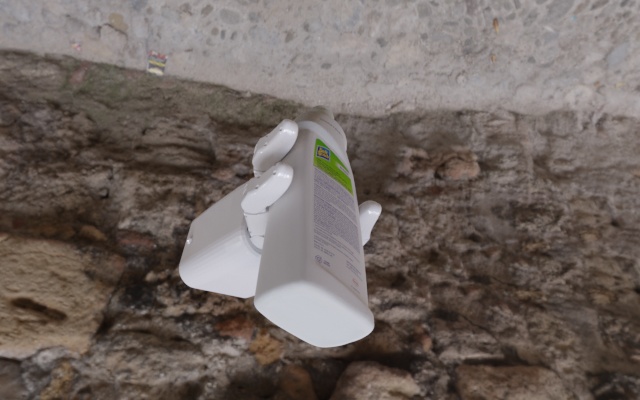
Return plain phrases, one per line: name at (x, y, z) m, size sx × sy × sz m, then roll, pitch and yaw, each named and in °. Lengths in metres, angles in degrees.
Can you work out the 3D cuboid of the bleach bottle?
bleach bottle at (0.000, 0.001, 0.458) m, size 0.068 × 0.250 × 0.103 m, roll -27°, pitch -50°, yaw 29°
